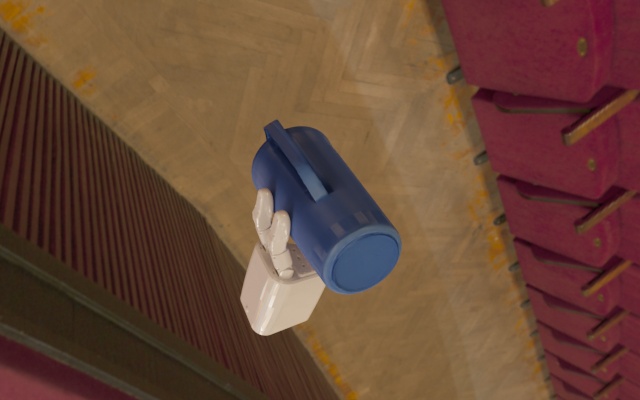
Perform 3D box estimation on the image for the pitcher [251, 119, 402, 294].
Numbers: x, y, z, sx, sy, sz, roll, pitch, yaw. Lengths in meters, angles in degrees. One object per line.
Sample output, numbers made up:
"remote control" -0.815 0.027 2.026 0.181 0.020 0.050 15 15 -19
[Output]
"pitcher" 0.000 0.002 0.642 0.149 0.145 0.242 6 30 -33
